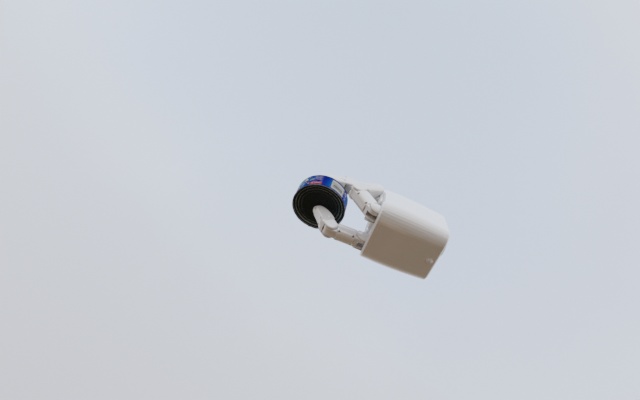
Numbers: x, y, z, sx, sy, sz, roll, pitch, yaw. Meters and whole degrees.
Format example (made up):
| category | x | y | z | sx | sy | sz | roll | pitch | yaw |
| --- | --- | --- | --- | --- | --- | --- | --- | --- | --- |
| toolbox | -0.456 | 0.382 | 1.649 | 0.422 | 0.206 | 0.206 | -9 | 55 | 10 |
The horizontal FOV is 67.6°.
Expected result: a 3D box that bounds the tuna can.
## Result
| category | x | y | z | sx | sy | sz | roll | pitch | yaw |
| --- | --- | --- | --- | --- | --- | --- | --- | --- | --- |
| tuna can | 0.000 | 0.002 | 0.764 | 0.086 | 0.086 | 0.033 | 0 | 34 | 15 |
